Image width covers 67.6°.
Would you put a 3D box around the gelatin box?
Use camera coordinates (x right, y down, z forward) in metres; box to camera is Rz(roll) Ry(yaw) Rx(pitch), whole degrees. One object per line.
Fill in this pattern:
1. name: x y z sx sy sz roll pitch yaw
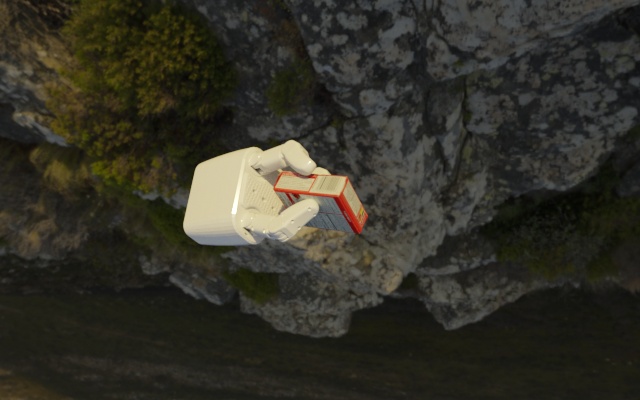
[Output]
1. gelatin box: 0.000 0.002 0.542 0.089 0.030 0.073 6 -33 31
